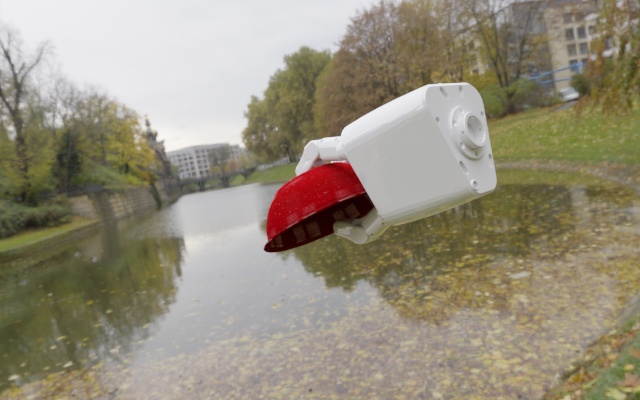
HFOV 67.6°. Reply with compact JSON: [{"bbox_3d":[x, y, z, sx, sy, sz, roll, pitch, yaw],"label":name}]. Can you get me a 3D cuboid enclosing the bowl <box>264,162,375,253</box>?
[{"bbox_3d":[-0.001,0.002,0.549,0.162,0.055,0.162,-24,-13,-6],"label":"bowl"}]
